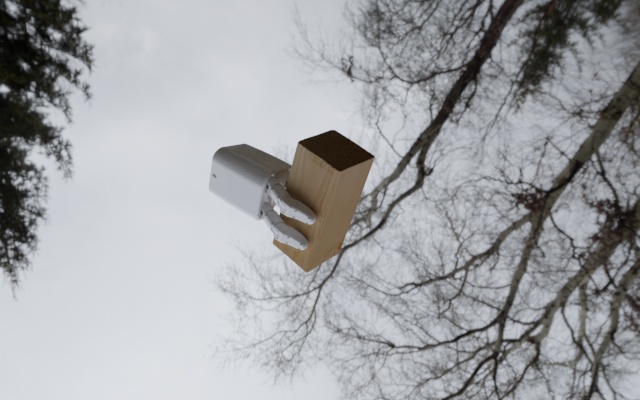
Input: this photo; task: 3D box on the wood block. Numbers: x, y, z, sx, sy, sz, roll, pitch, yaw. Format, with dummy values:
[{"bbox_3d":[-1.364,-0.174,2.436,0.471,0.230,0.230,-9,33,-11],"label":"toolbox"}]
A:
[{"bbox_3d":[0.000,0.002,0.776,0.090,0.206,0.091,37,40,25],"label":"wood block"}]
